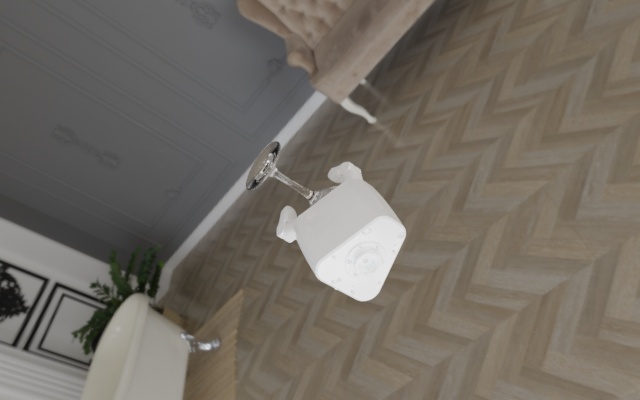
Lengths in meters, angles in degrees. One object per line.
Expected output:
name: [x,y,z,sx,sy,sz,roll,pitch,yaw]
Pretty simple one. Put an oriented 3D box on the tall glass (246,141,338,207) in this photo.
tall glass: [0.000,0.002,0.664,0.201,0.079,0.079,32,-16,-26]
